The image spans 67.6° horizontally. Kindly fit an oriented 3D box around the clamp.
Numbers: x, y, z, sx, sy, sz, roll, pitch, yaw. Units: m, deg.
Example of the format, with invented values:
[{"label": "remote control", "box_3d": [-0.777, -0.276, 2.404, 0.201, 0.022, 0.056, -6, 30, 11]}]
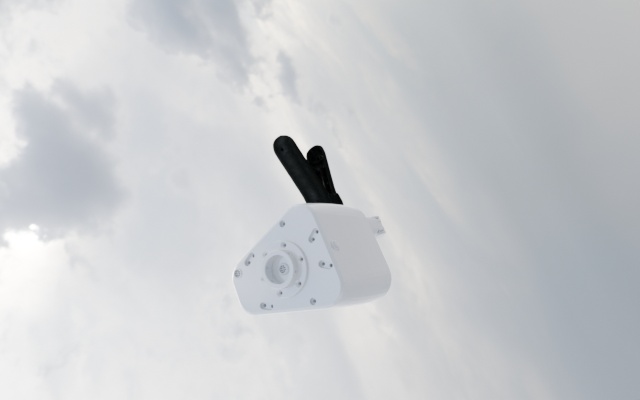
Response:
[{"label": "clamp", "box_3d": [0.000, 0.002, 0.539, 0.039, 0.171, 0.120, -30, -18, 23]}]
